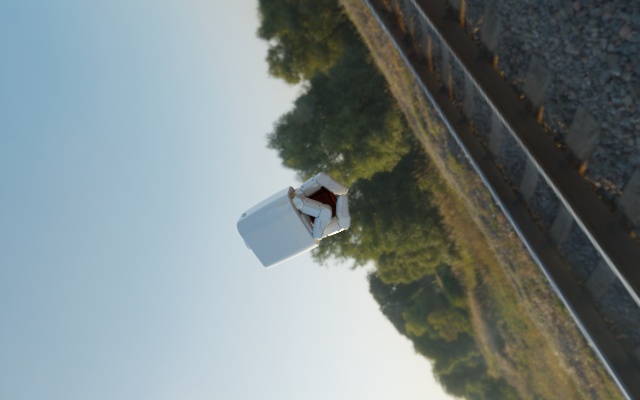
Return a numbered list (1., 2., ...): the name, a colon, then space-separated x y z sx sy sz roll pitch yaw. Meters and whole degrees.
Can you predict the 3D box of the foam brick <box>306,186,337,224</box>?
1. foam brick: 0.000 0.003 0.875 0.051 0.053 0.078 -28 13 7
